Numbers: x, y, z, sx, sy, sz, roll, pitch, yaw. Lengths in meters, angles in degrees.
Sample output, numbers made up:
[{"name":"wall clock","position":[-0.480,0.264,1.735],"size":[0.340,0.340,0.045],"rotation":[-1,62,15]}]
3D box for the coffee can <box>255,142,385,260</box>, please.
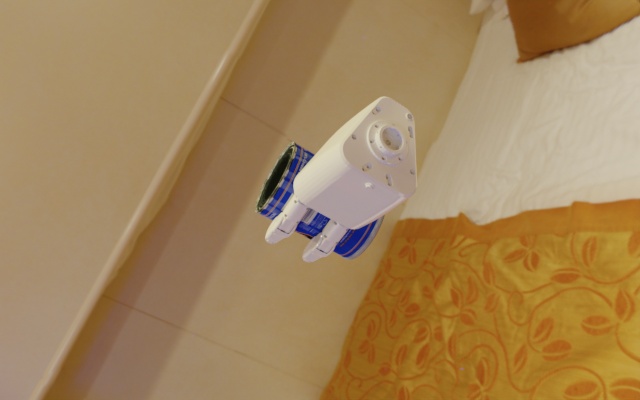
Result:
[{"name":"coffee can","position":[0.000,0.002,0.626],"size":[0.140,0.103,0.103],"rotation":[28,-8,-16]}]
